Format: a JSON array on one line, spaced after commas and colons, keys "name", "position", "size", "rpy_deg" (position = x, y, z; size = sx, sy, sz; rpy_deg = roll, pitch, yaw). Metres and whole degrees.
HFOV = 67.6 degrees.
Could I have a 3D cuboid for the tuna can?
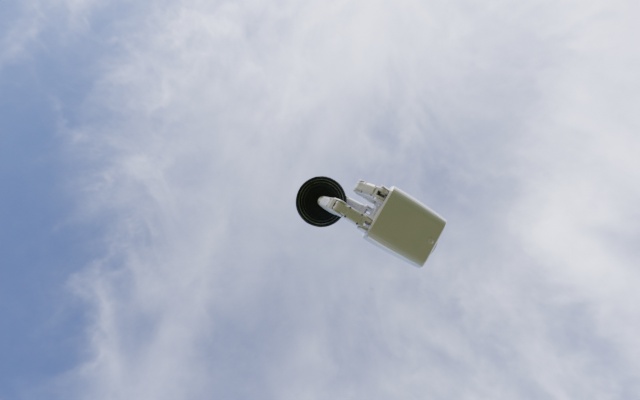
[{"name": "tuna can", "position": [0.000, 0.003, 0.813], "size": [0.086, 0.086, 0.034], "rpy_deg": [0, -3, -5]}]
